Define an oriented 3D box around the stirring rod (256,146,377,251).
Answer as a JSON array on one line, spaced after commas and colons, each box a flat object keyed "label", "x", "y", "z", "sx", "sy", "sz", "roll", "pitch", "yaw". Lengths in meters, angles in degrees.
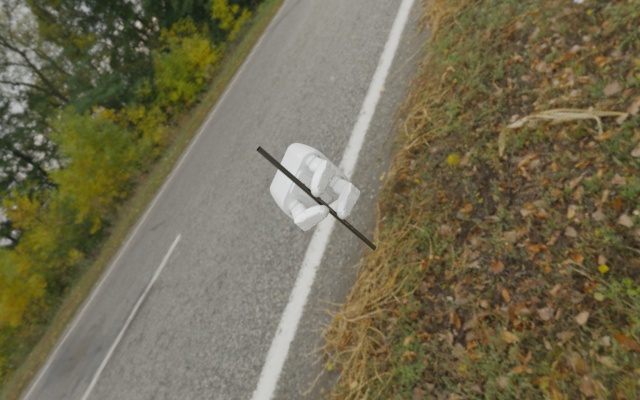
[{"label": "stirring rod", "x": 0.000, "y": 0.002, "z": 0.687, "sx": 0.239, "sy": 0.011, "sz": 0.011, "roll": 41, "pitch": -19, "yaw": -24}]
